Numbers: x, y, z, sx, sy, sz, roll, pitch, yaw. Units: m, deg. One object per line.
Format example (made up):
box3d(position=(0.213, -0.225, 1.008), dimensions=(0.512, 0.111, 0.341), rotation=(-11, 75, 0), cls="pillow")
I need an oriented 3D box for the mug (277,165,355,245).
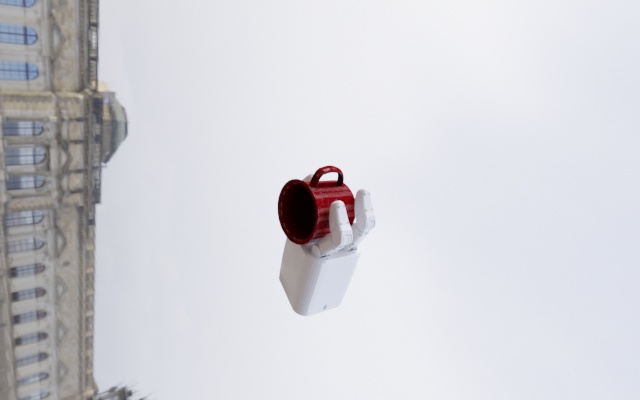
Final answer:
box3d(position=(0.001, 0.001, 0.686), dimensions=(0.081, 0.117, 0.093), rotation=(-7, 33, -40), cls="mug")
